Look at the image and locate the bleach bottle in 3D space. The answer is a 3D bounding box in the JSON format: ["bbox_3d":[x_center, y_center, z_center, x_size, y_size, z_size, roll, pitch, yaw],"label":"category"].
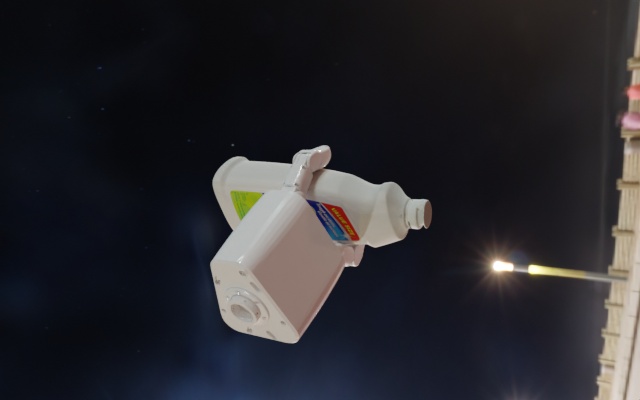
[{"bbox_3d":[0.000,0.002,0.550,0.251,0.103,0.068,3,37,30],"label":"bleach bottle"}]
